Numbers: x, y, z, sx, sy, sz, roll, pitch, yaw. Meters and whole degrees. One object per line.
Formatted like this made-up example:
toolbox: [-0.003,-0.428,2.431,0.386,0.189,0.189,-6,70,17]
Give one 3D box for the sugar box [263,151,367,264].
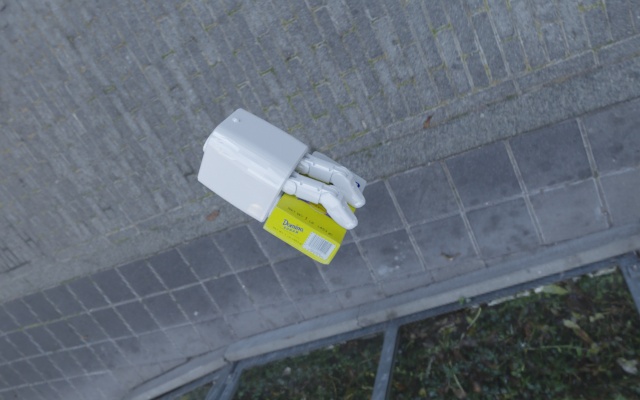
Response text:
sugar box: [0.000,0.002,0.643,0.093,0.048,0.176,32,35,-2]
